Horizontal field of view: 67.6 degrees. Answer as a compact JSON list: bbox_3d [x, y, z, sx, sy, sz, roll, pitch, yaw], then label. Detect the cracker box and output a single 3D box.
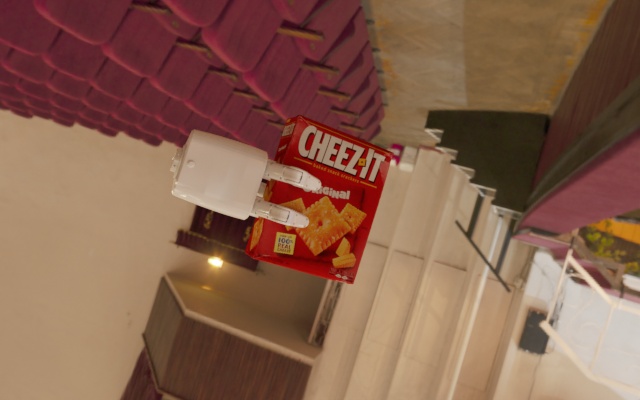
[{"bbox_3d":[0.000,0.002,0.714,0.164,0.213,0.072,19,-3,-20],"label":"cracker box"}]
